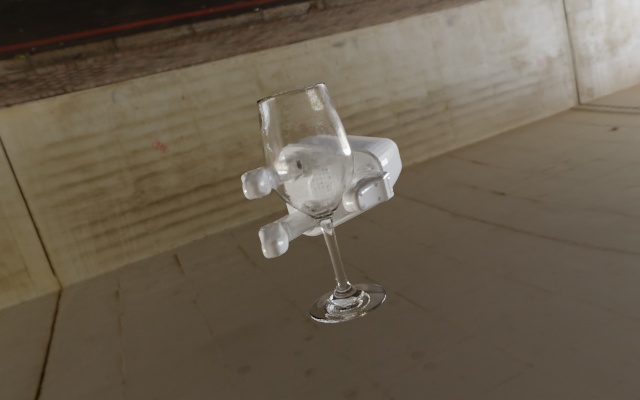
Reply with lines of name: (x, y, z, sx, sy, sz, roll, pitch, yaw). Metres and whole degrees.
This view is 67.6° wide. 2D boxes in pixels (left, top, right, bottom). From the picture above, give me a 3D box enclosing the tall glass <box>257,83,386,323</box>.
tall glass: (0.000, 0.002, 0.429, 0.079, 0.201, 0.079, -15, 11, 3)
